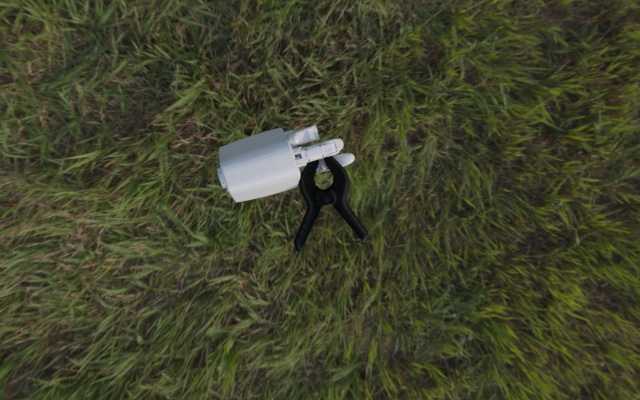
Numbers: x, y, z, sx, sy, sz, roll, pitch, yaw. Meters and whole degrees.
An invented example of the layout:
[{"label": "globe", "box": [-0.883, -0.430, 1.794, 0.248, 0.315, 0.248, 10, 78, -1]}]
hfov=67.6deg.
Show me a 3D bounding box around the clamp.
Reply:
[{"label": "clamp", "box": [0.000, 0.002, 0.762, 0.120, 0.171, 0.039, -17, 9, -6]}]
